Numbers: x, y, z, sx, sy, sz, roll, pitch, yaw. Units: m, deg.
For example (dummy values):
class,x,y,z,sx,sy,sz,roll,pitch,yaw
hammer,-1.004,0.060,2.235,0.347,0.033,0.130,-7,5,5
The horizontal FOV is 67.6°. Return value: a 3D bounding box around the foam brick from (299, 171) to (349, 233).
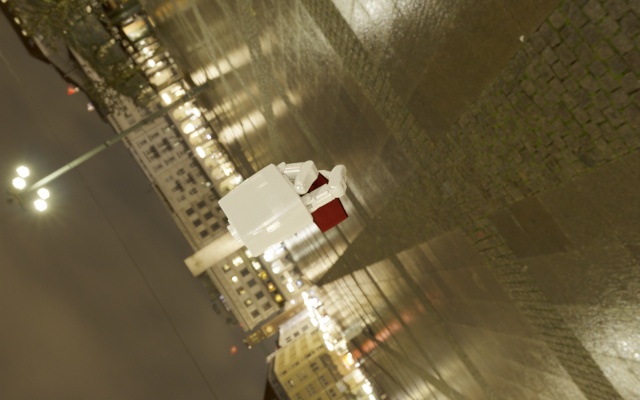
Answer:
class,x,y,z,sx,sy,sz,roll,pitch,yaw
foam brick,0.000,0.003,0.770,0.051,0.078,0.053,-35,37,-9
